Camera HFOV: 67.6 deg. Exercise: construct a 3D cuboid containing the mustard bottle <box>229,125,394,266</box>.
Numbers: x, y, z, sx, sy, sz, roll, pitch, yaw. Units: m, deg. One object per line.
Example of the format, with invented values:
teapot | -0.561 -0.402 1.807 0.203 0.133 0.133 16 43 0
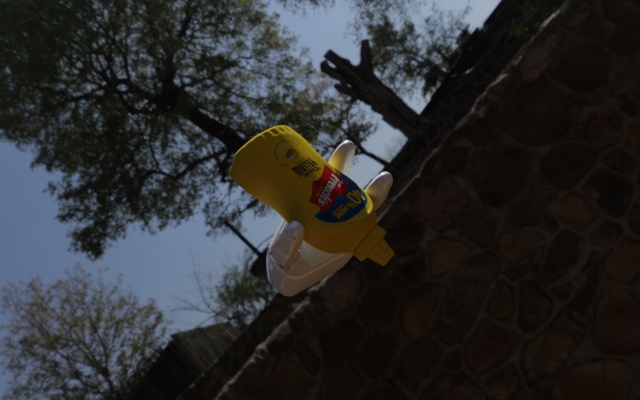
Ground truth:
mustard bottle | 0.000 0.001 0.516 0.096 0.191 0.058 -38 -16 -46
